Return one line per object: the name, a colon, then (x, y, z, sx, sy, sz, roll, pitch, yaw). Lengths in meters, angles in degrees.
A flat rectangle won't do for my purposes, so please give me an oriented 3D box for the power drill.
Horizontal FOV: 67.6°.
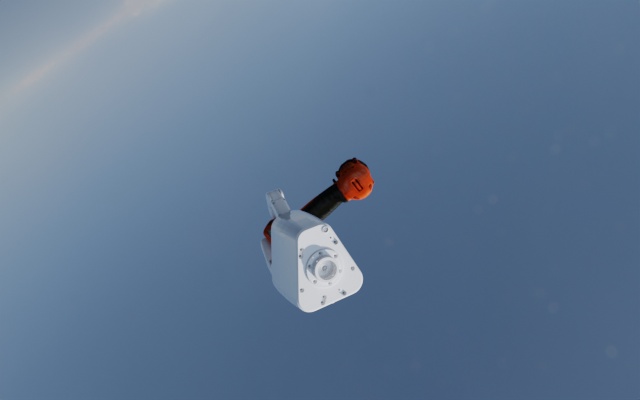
power drill: (0.000, 0.003, 0.763, 0.187, 0.057, 0.184, -40, 6, 7)
